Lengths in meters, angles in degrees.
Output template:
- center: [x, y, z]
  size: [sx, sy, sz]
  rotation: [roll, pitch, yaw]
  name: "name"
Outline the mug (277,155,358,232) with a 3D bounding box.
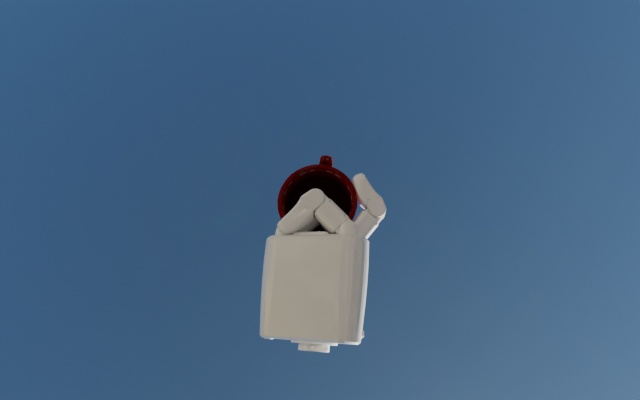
- center: [0.000, 0.001, 0.593]
  size: [0.093, 0.117, 0.081]
  rotation: [4, -17, 6]
  name: "mug"
